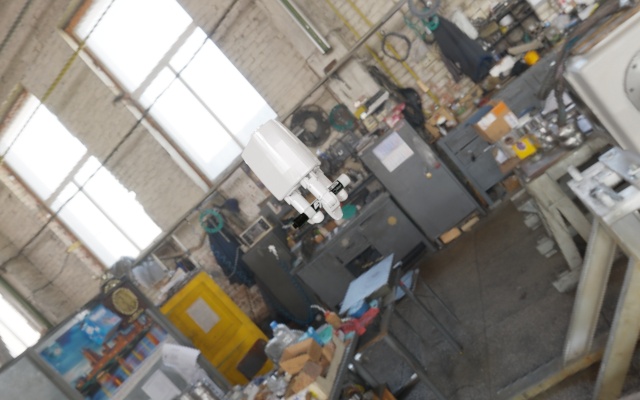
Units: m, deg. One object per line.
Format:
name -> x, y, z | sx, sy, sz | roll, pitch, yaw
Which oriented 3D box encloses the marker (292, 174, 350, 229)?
marker -> 0.000, 0.003, 0.778 | 0.121, 0.020, 0.020 | -43, 10, -11
